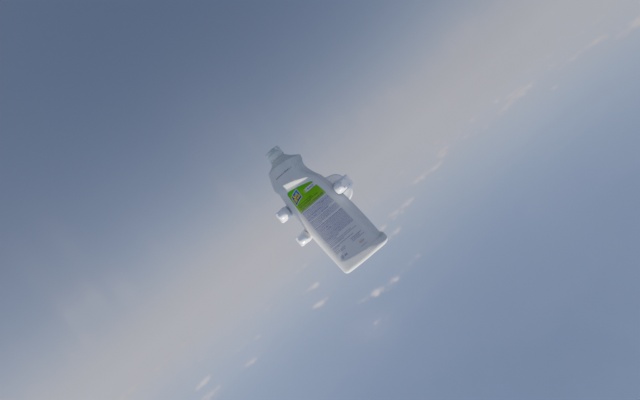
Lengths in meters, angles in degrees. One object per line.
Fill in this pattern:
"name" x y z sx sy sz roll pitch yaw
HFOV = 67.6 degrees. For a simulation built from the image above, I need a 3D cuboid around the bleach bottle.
"bleach bottle" 0.000 0.003 0.842 0.102 0.251 0.068 -40 0 3
